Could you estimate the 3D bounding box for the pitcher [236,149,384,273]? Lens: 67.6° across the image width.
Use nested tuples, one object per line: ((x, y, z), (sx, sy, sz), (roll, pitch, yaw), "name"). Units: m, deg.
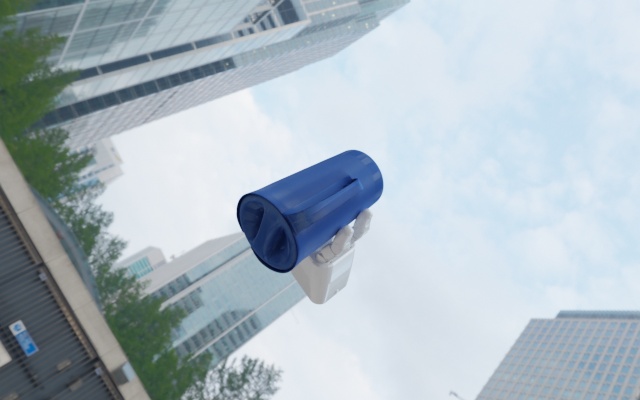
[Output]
((0.000, 0.003, 0.774), (0.149, 0.145, 0.242), (31, 44, 30), "pitcher")
